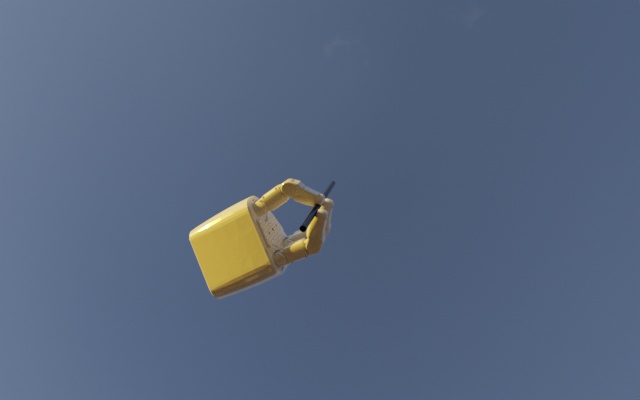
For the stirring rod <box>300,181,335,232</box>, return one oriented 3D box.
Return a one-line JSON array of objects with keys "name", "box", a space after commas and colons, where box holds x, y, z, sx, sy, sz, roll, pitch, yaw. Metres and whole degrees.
[{"name": "stirring rod", "box": [0.000, 0.002, 0.661, 0.011, 0.011, 0.239, 0, 15, 10]}]
